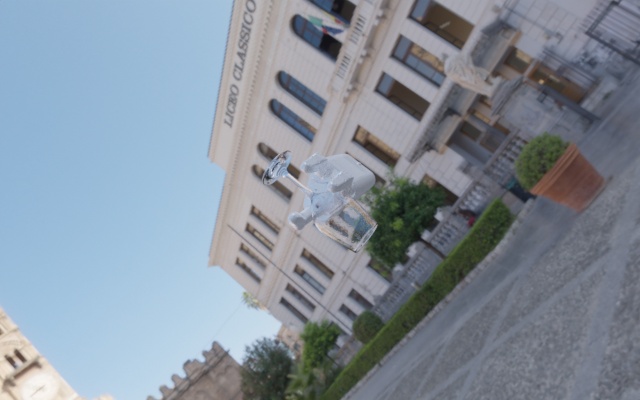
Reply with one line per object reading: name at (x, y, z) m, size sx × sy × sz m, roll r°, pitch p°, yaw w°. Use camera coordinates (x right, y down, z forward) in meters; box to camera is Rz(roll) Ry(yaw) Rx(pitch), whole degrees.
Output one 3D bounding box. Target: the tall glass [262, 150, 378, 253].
tall glass at (-0.001, 0.002, 0.806) m, size 0.201 × 0.079 × 0.079 m, roll 38°, pitch 11°, yaw 14°
